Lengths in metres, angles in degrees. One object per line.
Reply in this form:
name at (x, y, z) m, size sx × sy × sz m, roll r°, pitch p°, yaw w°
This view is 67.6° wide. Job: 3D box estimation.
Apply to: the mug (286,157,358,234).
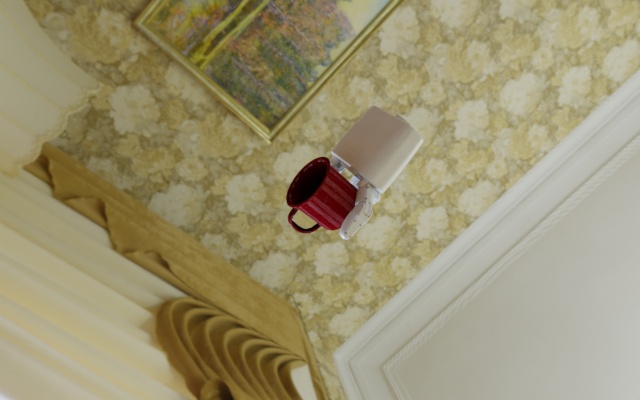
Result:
mug at (-0.001, 0.004, 0.737) m, size 0.081 × 0.117 × 0.093 m, roll 38°, pitch 3°, yaw -28°
